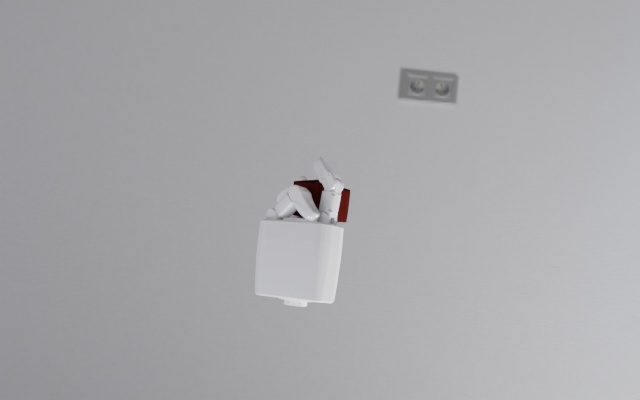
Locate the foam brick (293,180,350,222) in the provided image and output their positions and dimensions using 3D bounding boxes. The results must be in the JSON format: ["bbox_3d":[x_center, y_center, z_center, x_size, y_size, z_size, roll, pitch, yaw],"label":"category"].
[{"bbox_3d":[0.000,0.002,0.711,0.053,0.051,0.078,-1,-11,38],"label":"foam brick"}]
